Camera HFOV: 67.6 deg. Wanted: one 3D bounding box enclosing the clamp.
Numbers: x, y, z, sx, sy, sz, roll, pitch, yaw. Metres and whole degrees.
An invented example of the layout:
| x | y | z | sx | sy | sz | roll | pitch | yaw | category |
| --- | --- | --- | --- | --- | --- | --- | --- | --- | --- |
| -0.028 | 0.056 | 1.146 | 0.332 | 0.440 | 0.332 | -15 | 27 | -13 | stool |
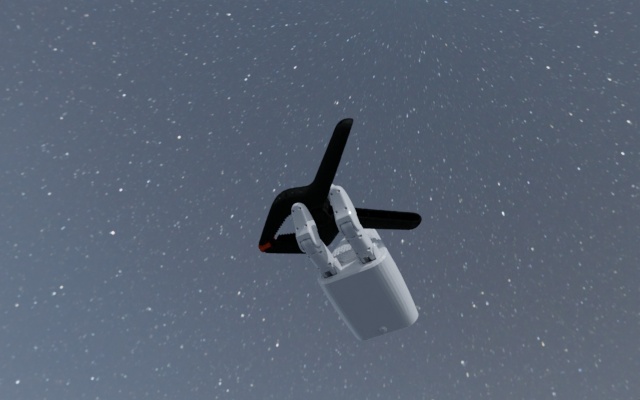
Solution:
| x | y | z | sx | sy | sz | roll | pitch | yaw | category |
| --- | --- | --- | --- | --- | --- | --- | --- | --- | --- |
| 0.000 | 0.002 | 0.608 | 0.210 | 0.164 | 0.036 | -24 | 19 | 19 | clamp |
